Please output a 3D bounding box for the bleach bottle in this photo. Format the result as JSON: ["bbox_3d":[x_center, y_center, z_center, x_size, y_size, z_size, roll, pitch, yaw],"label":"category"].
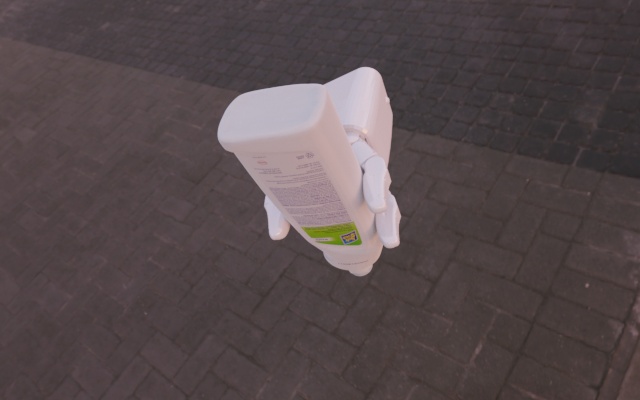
[{"bbox_3d":[0.000,0.002,0.487,0.102,0.068,0.251,-3,-39,22],"label":"bleach bottle"}]
